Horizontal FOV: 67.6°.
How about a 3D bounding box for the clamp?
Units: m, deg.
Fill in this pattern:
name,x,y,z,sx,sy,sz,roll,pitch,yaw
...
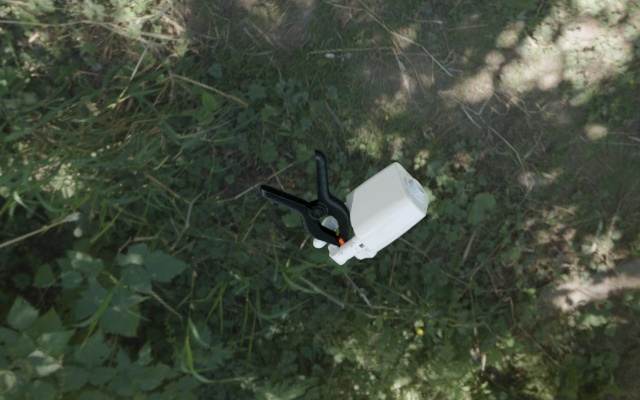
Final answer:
name,x,y,z,sx,sy,sz,roll,pitch,yaw
clamp,0.000,0.003,0.774,0.120,0.171,0.039,-38,21,23
